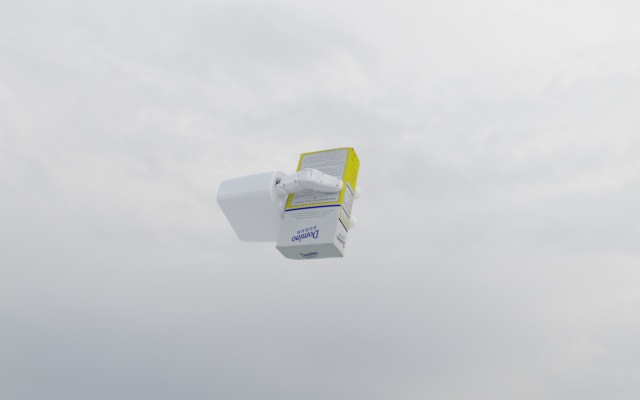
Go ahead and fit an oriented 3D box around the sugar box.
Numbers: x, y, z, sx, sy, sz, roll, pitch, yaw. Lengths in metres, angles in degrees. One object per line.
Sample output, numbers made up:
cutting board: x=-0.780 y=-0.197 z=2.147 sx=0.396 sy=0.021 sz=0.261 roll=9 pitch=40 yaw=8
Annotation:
sugar box: x=0.000 y=0.003 z=0.711 sx=0.093 sy=0.176 sz=0.048 roll=-5 pitch=-36 yaw=26
